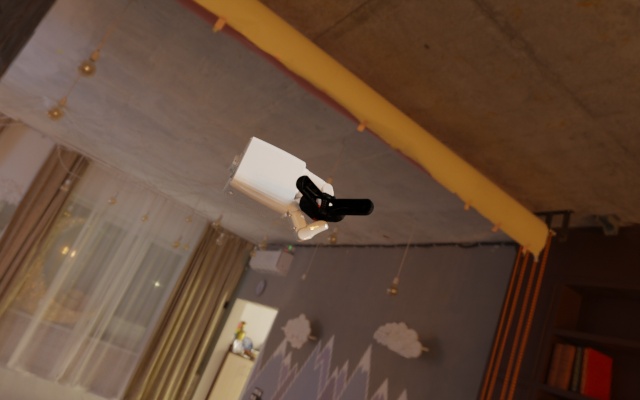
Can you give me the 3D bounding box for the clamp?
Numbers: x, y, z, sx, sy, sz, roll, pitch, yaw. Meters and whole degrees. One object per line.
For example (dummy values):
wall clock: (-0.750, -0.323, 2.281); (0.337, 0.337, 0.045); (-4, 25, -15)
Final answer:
clamp: (0.000, 0.002, 0.761); (0.120, 0.039, 0.171); (29, -19, -13)
